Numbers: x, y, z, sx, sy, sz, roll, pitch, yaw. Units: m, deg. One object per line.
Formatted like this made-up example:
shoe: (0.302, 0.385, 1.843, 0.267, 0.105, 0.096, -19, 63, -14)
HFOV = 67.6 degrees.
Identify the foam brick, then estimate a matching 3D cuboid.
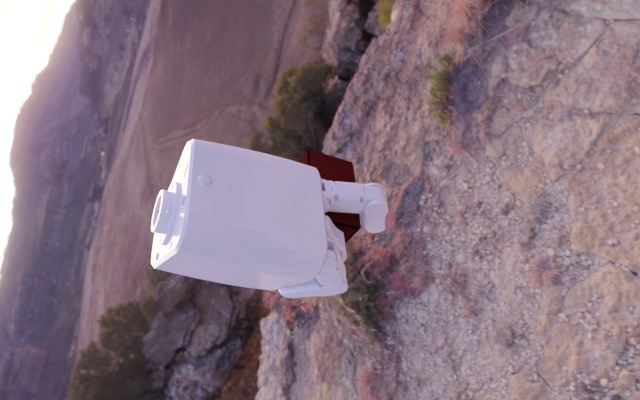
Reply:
foam brick: (0.000, 0.001, 0.449, 0.051, 0.078, 0.053, 13, -38, -24)
